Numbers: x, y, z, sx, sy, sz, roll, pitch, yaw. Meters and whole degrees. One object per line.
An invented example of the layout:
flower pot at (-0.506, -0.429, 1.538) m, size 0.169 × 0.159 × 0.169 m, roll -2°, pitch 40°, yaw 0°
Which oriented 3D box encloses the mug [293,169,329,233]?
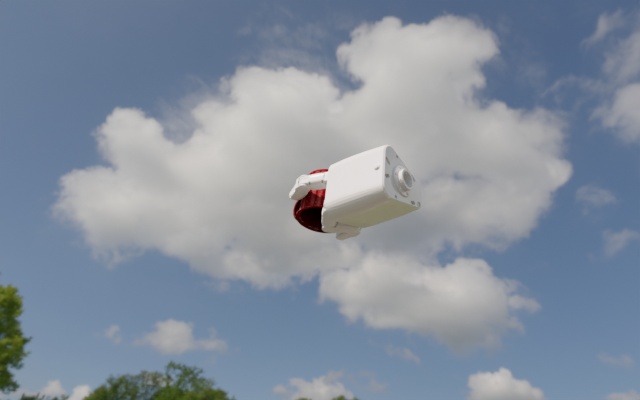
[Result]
mug at (-0.001, 0.003, 0.833) m, size 0.117 × 0.081 × 0.093 m, roll -19°, pitch -41°, yaw 37°
